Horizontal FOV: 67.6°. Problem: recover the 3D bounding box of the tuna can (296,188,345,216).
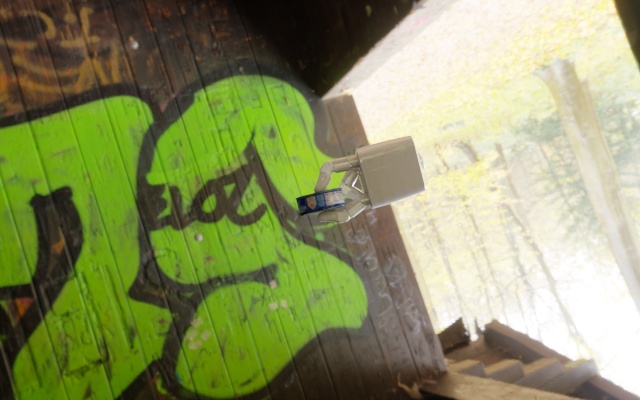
[{"bbox_3d":[0.000,0.003,0.863,0.086,0.034,0.086,-13,-3,-1],"label":"tuna can"}]
